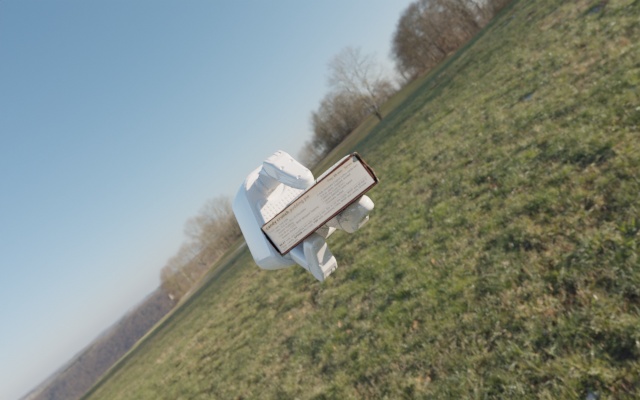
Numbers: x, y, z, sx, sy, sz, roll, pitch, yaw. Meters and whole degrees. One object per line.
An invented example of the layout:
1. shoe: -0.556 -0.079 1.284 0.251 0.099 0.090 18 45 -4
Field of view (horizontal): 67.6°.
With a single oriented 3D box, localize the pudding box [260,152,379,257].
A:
1. pudding box: 0.000 0.001 0.463 0.113 0.039 0.090 -40 2 5
